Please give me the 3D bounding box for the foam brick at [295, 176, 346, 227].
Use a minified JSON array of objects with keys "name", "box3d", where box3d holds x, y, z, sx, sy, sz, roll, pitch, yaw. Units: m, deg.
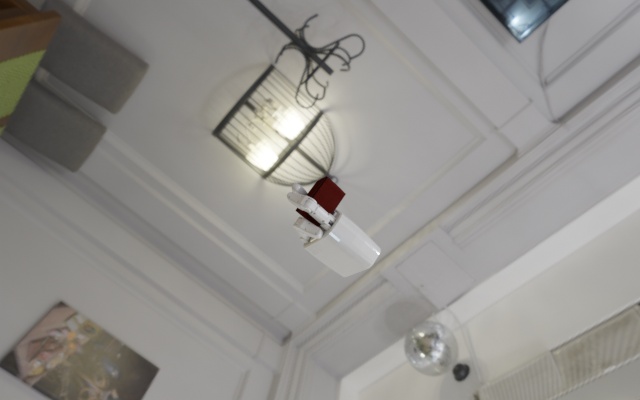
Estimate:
[{"name":"foam brick","box3d":[0.000,0.003,0.899,0.051,0.078,0.053,39,-18,-12]}]
